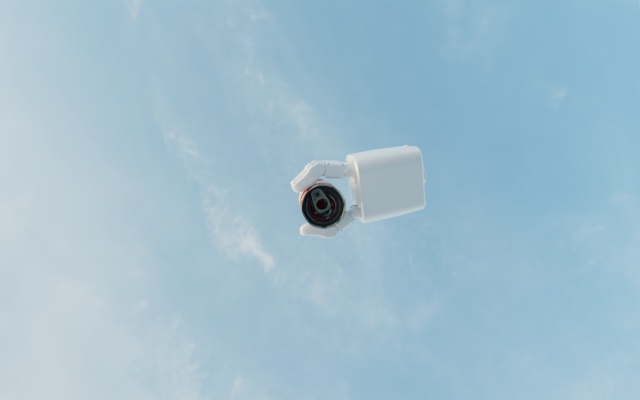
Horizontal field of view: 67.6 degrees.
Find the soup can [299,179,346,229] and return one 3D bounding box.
[{"bbox_3d":[0.000,0.003,0.771,0.068,0.068,0.102,0,8,-5],"label":"soup can"}]
